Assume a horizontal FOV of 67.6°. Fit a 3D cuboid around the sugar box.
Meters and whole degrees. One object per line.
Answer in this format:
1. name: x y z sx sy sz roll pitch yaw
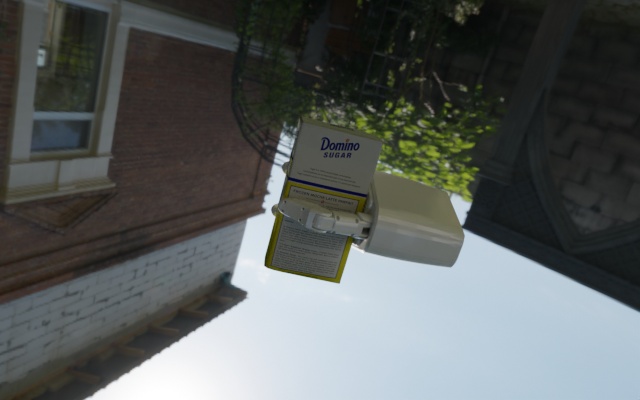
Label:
1. sugar box: 0.000 0.002 0.543 0.093 0.176 0.048 13 16 -10
